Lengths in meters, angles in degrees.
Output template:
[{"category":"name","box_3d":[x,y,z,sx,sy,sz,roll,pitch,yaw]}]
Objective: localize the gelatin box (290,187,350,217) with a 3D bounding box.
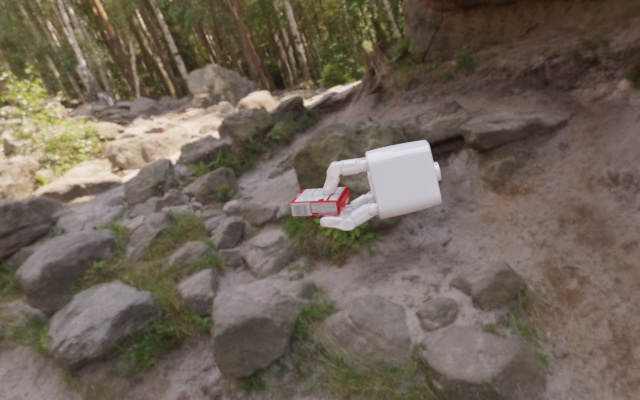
[{"category":"gelatin box","box_3d":[0.000,0.002,0.844,0.089,0.030,0.073,-2,20,18]}]
